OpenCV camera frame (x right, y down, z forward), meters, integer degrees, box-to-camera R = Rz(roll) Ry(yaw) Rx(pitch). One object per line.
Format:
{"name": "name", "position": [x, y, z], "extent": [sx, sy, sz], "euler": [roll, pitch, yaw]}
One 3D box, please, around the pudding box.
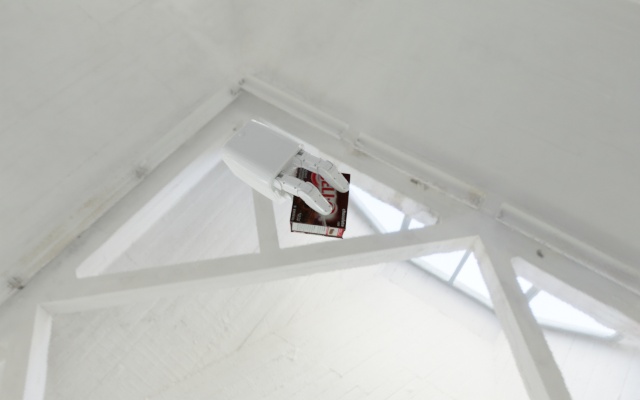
{"name": "pudding box", "position": [0.000, 0.003, 0.779], "extent": [0.090, 0.113, 0.039], "euler": [7, -32, 0]}
